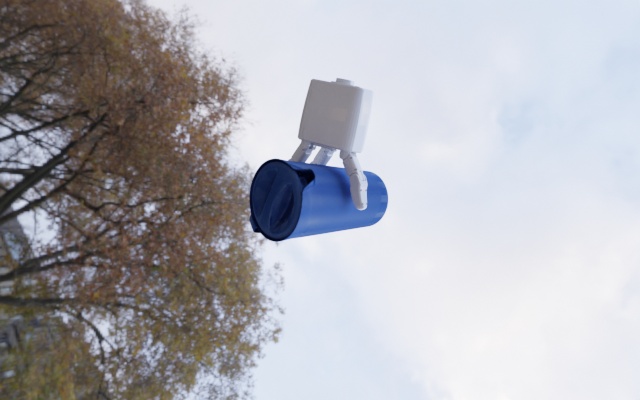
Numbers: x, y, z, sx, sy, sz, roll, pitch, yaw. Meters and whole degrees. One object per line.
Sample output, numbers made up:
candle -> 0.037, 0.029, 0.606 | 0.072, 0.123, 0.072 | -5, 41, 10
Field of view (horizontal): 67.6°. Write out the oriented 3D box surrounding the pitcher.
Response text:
pitcher -> 0.000, 0.003, 0.846 | 0.243, 0.145, 0.149 | 0, 15, -45
